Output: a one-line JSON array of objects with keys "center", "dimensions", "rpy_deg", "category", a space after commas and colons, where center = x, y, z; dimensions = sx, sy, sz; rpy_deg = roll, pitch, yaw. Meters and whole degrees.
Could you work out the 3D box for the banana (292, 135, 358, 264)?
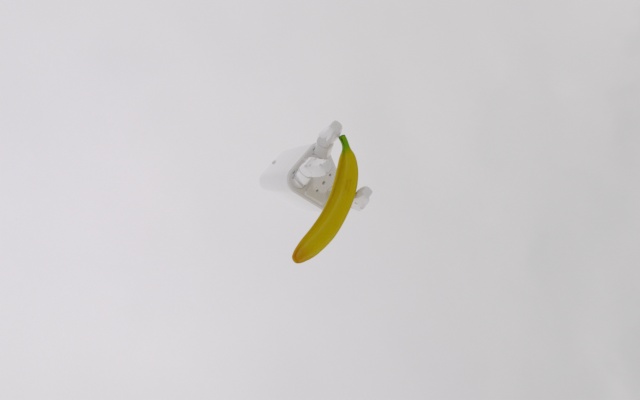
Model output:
[{"center": [0.015, 0.006, 0.701], "dimensions": [0.070, 0.197, 0.037], "rpy_deg": [28, -14, -34], "category": "banana"}]
